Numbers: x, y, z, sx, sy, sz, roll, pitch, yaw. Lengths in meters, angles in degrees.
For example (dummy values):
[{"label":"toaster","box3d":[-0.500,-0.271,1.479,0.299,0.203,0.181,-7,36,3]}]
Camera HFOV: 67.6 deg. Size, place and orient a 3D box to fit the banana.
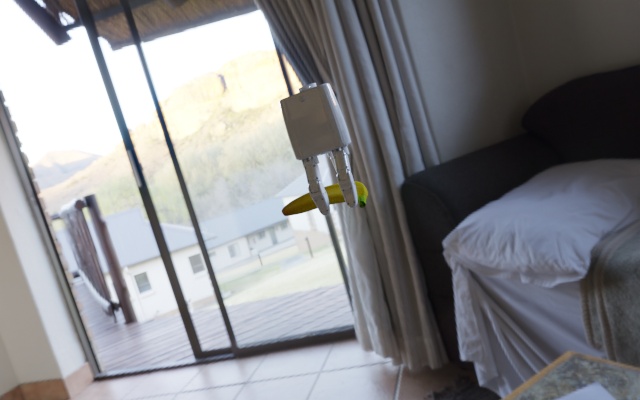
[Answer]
[{"label":"banana","box3d":[0.014,-0.005,0.856,0.198,0.037,0.069,-10,16,43]}]
